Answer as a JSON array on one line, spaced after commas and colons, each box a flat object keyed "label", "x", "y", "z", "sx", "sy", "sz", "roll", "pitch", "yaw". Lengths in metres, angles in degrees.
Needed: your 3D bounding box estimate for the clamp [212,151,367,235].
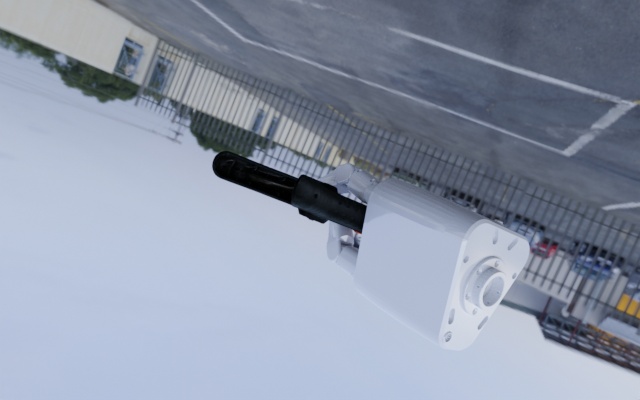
[{"label": "clamp", "x": 0.000, "y": 0.002, "z": 0.422, "sx": 0.171, "sy": 0.039, "sz": 0.120, "roll": 20, "pitch": 5, "yaw": -38}]
